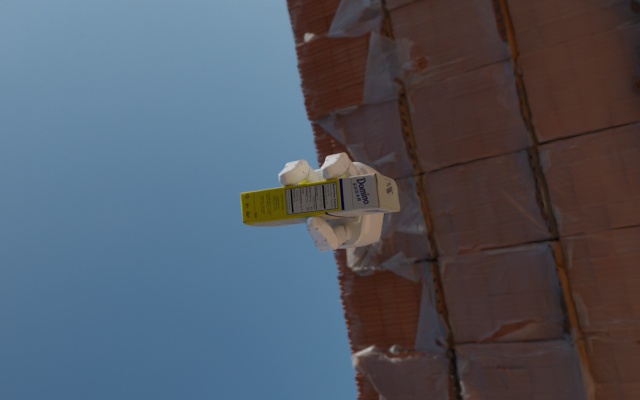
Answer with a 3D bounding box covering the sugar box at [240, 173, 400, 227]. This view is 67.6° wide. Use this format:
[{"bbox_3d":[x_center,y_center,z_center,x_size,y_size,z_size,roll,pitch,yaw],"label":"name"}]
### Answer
[{"bbox_3d":[0.000,0.001,0.588,0.176,0.048,0.093,-10,-8,22],"label":"sugar box"}]
